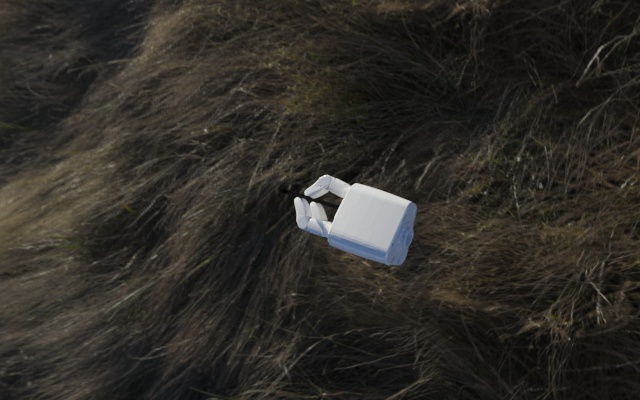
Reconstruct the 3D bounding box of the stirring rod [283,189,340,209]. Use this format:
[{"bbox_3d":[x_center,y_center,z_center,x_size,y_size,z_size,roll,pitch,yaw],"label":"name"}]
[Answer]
[{"bbox_3d":[0.000,0.003,0.869,0.011,0.011,0.239,0,-8,29],"label":"stirring rod"}]
